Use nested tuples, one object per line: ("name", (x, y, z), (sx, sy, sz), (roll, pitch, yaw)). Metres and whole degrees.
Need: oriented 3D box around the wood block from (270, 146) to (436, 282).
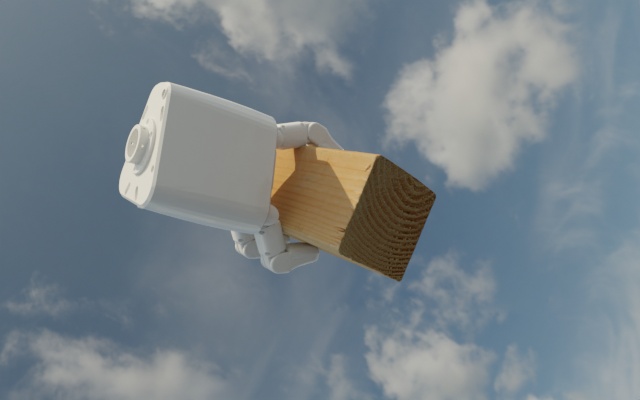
("wood block", (0.000, 0.001, 0.492), (0.090, 0.091, 0.206), (29, -8, -37))
